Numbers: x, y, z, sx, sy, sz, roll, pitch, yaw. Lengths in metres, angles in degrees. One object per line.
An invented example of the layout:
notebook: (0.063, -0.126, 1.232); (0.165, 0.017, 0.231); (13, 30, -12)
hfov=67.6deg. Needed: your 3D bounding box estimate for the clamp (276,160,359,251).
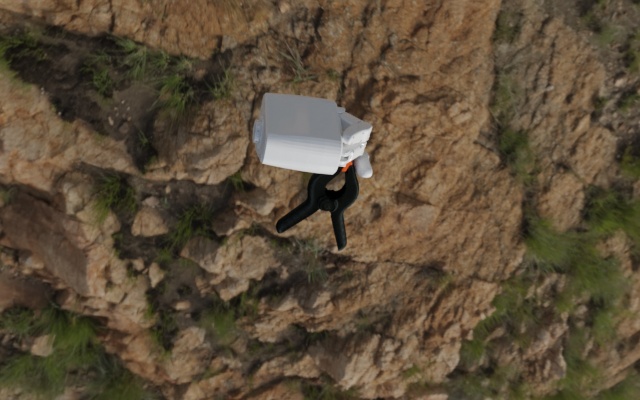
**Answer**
clamp: (0.000, 0.003, 0.743); (0.120, 0.171, 0.039); (7, 31, -13)
